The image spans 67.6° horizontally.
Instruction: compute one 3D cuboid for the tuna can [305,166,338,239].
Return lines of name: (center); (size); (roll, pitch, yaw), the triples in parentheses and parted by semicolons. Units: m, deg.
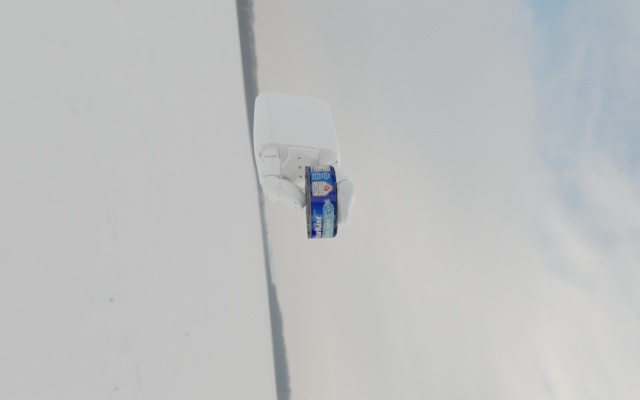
tuna can: (0.001, 0.002, 0.557); (0.034, 0.086, 0.086); (-2, 0, -3)
